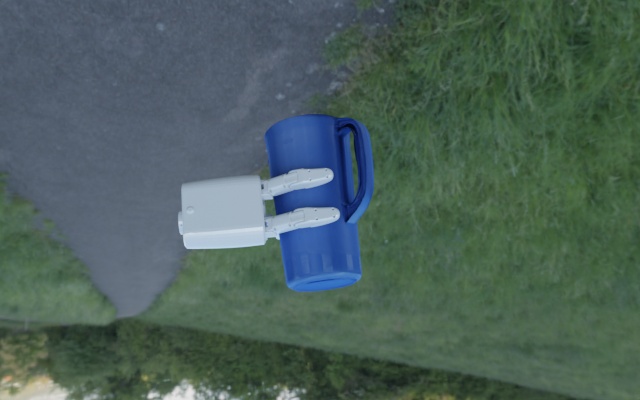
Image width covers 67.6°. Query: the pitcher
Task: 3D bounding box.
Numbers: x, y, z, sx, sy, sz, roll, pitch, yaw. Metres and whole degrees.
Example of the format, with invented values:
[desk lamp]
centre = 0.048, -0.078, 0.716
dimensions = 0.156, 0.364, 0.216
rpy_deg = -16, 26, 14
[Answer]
[pitcher]
centre = 0.000, 0.002, 0.700
dimensions = 0.145, 0.242, 0.149
rpy_deg = -5, -18, -8
